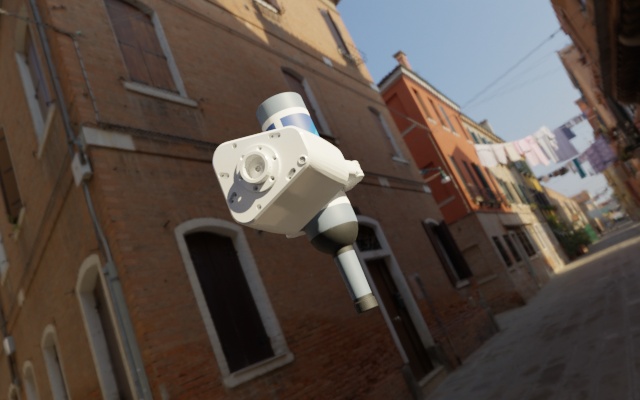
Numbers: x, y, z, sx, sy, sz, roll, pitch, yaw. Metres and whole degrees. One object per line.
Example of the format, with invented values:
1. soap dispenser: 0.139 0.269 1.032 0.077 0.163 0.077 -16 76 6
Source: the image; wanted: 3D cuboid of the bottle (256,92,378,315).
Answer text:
1. bottle: 0.000 0.002 0.611 0.069 0.295 0.069 -22 -16 -7
